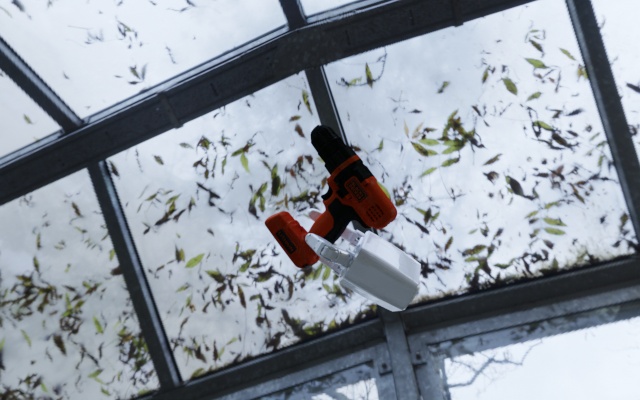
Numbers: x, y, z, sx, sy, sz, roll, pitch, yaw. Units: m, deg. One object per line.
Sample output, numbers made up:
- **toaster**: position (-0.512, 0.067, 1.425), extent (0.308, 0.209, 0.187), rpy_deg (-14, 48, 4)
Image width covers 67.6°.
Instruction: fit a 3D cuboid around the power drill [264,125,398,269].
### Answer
- **power drill**: position (0.000, 0.003, 0.742), extent (0.188, 0.184, 0.057), rpy_deg (-42, -11, 26)
